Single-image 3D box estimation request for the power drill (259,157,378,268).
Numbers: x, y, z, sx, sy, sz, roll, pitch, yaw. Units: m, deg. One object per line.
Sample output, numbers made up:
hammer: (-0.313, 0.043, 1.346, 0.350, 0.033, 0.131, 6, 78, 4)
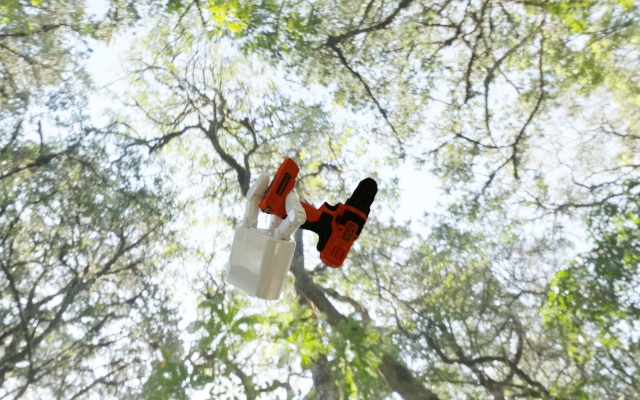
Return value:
power drill: (0.000, 0.003, 0.857, 0.188, 0.184, 0.057, 32, -18, -12)
